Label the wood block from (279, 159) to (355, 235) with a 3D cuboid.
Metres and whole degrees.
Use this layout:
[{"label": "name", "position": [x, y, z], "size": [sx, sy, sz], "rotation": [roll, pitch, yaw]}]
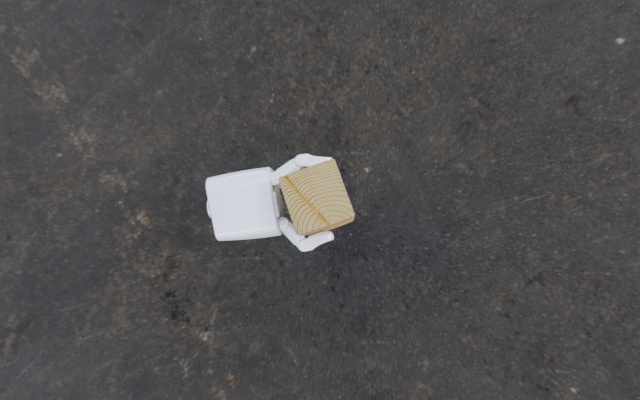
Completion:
[{"label": "wood block", "position": [0.000, 0.003, 0.784], "size": [0.090, 0.091, 0.206], "rotation": [-19, -5, 2]}]
